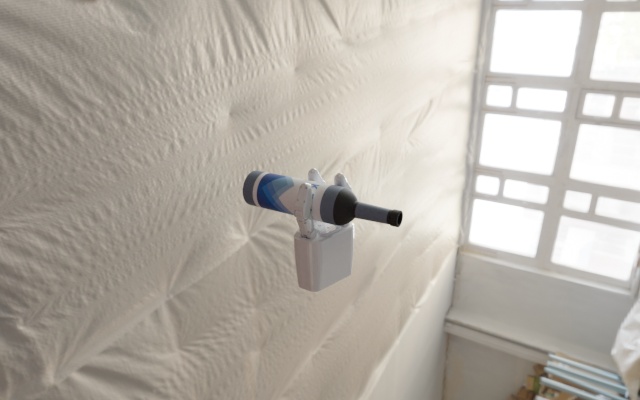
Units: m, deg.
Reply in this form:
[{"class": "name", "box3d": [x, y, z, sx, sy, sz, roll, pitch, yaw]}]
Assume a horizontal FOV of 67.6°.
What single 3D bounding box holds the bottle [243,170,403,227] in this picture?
[{"class": "bottle", "box3d": [0.000, 0.003, 0.828, 0.295, 0.069, 0.069, 12, 6, 29]}]
